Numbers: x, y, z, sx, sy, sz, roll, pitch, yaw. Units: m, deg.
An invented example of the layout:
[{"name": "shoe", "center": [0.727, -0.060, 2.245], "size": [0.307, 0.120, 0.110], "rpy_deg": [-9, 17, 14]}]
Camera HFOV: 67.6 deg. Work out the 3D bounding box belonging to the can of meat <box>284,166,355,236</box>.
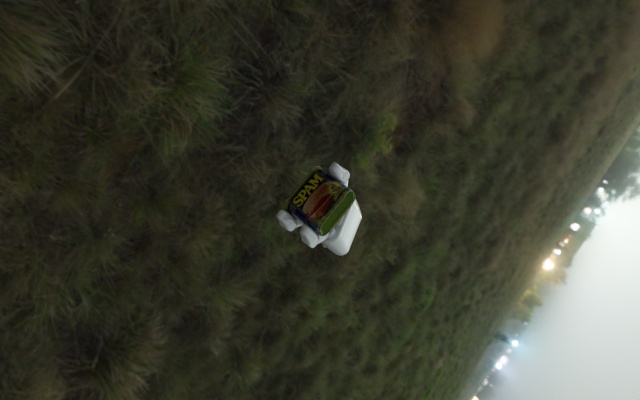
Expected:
[{"name": "can of meat", "center": [0.000, 0.003, 0.856], "size": [0.084, 0.102, 0.057], "rpy_deg": [35, -12, 26]}]
